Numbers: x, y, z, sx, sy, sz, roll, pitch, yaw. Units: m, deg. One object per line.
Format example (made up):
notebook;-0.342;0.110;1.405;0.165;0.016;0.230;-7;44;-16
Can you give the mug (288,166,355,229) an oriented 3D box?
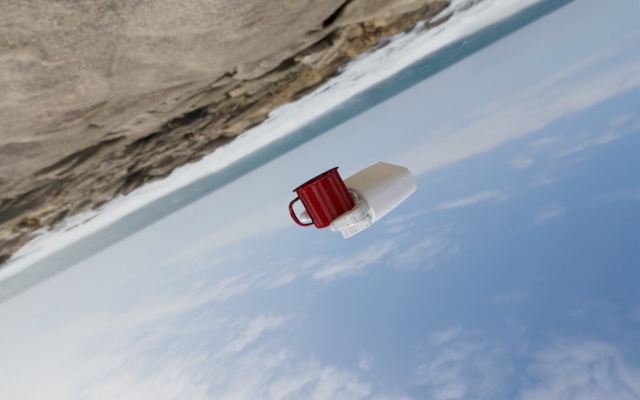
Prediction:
mug;-0.001;0.004;0.838;0.117;0.081;0.093;-31;7;-18
